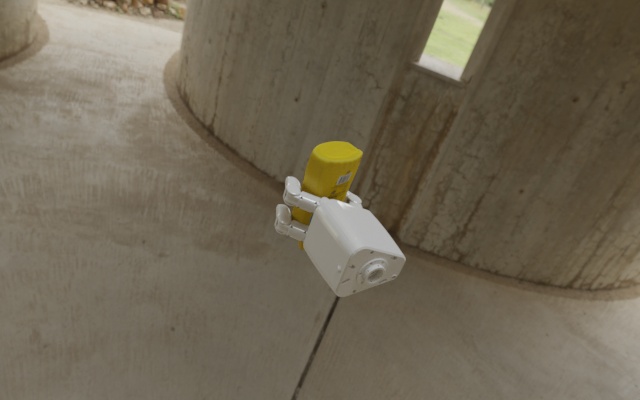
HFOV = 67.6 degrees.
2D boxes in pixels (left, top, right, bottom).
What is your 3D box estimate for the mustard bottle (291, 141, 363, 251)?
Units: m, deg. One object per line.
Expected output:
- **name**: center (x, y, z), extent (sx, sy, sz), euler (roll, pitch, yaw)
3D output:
- **mustard bottle**: center (0.000, 0.002, 0.760), extent (0.058, 0.192, 0.096), euler (36, 34, 25)
